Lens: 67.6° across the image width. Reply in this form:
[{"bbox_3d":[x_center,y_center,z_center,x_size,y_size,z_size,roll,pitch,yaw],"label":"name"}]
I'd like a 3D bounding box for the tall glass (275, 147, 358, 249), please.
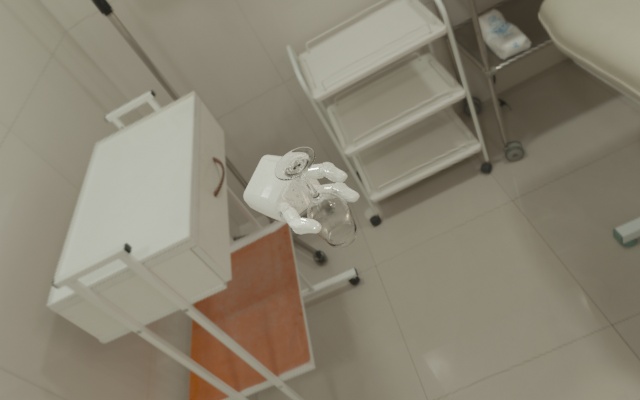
[{"bbox_3d":[0.000,0.002,0.837,0.079,0.079,0.201,0,-40,34],"label":"tall glass"}]
